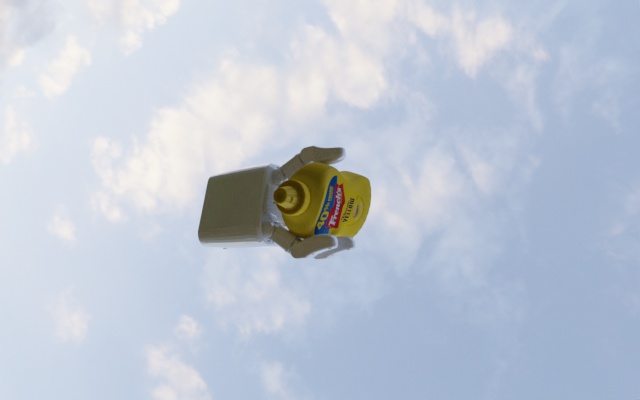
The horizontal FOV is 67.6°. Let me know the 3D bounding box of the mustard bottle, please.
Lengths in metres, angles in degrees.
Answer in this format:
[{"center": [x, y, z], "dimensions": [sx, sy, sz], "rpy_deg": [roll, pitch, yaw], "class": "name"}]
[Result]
[{"center": [0.001, 0.002, 0.604], "dimensions": [0.058, 0.096, 0.191], "rpy_deg": [22, 6, 28], "class": "mustard bottle"}]
